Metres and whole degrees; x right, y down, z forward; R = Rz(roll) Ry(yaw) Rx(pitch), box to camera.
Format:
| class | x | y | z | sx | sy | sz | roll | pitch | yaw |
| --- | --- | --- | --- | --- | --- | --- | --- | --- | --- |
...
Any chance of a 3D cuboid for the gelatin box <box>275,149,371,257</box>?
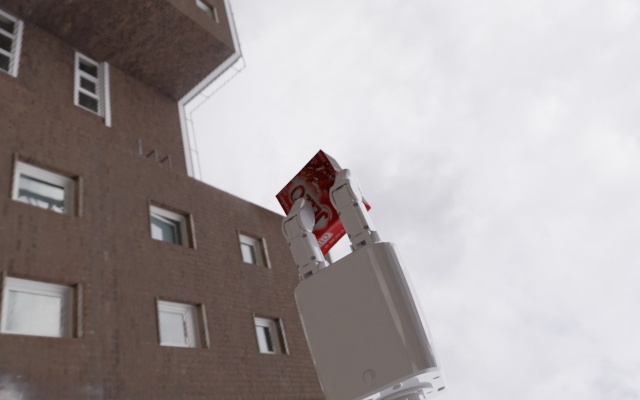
| class | x | y | z | sx | sy | sz | roll | pitch | yaw |
| --- | --- | --- | --- | --- | --- | --- | --- | --- | --- |
| gelatin box | 0.000 | 0.002 | 0.489 | 0.030 | 0.073 | 0.089 | 31 | 19 | -45 |
